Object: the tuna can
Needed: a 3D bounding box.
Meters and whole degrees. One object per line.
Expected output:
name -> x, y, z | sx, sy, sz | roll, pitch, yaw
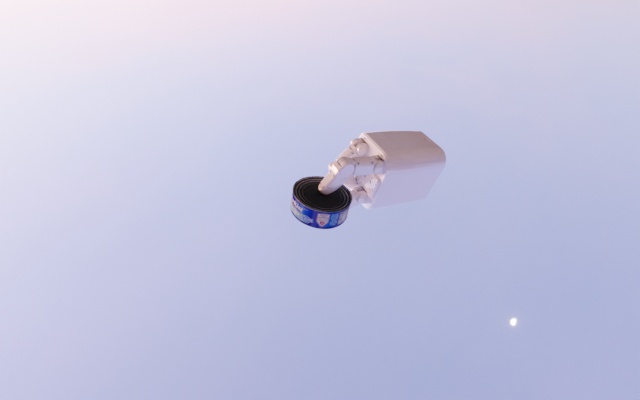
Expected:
tuna can -> 0.000, 0.003, 0.683 | 0.086, 0.034, 0.086 | 9, 35, -6
